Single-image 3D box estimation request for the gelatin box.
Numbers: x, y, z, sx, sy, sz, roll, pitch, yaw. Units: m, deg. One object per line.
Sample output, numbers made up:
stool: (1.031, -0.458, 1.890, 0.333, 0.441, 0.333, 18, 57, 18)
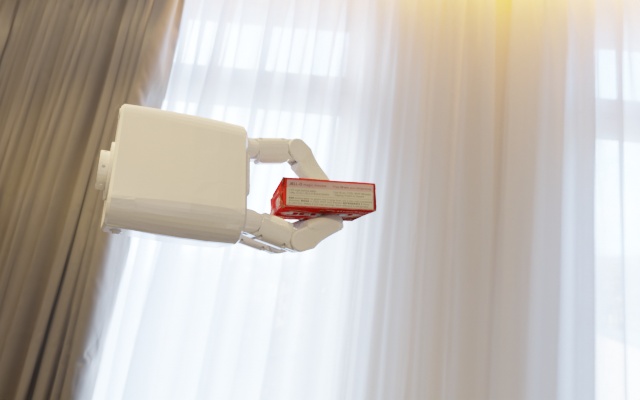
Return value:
gelatin box: (0.000, 0.001, 0.458, 0.089, 0.030, 0.073, 2, -10, -13)
